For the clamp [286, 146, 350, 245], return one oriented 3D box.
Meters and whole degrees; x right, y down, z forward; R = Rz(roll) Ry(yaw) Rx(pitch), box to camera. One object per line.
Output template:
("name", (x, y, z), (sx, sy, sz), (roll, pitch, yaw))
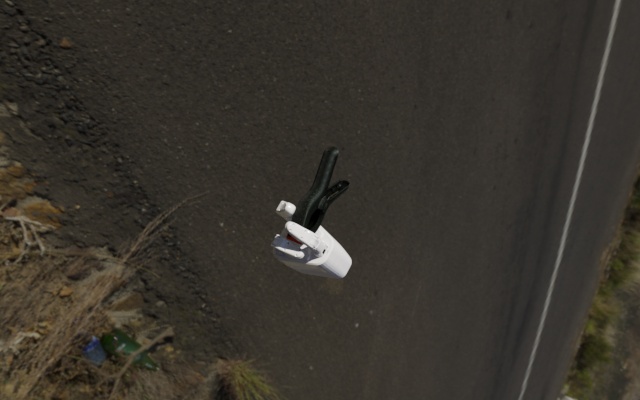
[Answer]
("clamp", (0.001, 0.003, 0.828), (0.039, 0.171, 0.120), (22, -13, 32))
